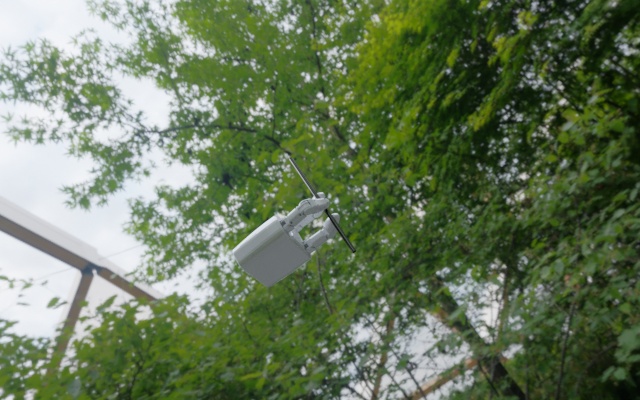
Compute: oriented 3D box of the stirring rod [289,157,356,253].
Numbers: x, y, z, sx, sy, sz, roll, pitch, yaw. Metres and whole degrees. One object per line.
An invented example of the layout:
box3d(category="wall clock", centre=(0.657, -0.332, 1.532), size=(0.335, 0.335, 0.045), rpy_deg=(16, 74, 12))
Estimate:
box3d(category="stirring rod", centre=(0.000, 0.003, 0.894), size=(0.011, 0.239, 0.011), rpy_deg=(-25, -30, -16))
